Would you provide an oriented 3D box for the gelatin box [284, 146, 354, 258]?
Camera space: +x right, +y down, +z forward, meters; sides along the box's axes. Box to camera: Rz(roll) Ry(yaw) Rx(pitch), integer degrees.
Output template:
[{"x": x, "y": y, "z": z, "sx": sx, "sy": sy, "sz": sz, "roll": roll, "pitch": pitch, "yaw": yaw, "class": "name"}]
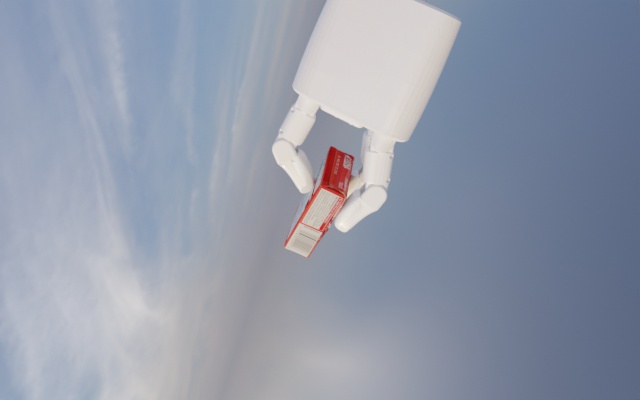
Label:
[{"x": 0.000, "y": 0.002, "z": 0.474, "sx": 0.030, "sy": 0.089, "sz": 0.073, "roll": 26, "pitch": 34, "yaw": -8, "class": "gelatin box"}]
